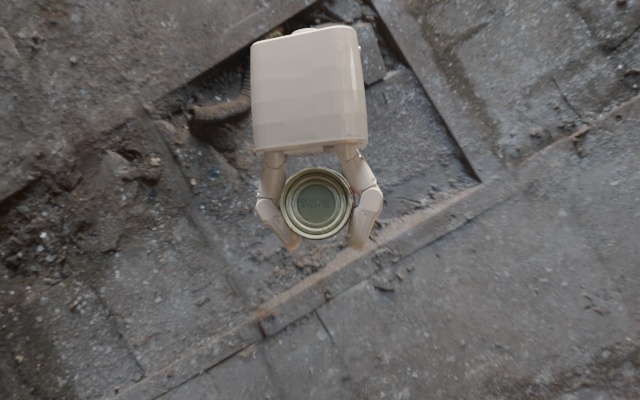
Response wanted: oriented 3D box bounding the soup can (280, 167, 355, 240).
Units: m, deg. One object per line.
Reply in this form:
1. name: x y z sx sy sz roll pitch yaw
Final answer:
1. soup can: 0.000 0.002 0.473 0.068 0.068 0.102 0 1 4
